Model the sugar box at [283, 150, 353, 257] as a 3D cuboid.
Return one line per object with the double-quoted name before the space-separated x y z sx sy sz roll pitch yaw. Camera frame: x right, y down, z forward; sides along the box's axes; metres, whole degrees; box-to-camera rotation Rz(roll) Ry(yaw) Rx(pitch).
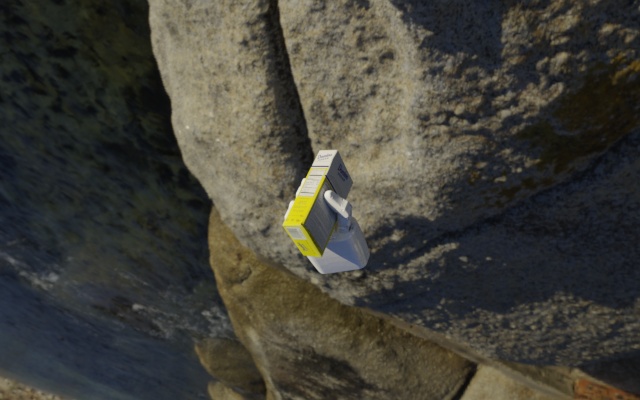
"sugar box" 0.000 0.003 0.856 0.048 0.176 0.093 1 -40 29
